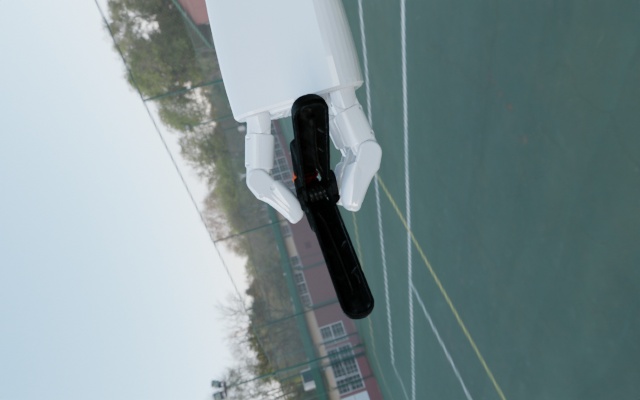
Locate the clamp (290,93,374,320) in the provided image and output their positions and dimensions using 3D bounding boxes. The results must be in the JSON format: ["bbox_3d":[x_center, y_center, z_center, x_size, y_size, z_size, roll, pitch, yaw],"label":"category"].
[{"bbox_3d":[-0.001,0.001,0.418,0.036,0.164,0.210,-14,6,-5],"label":"clamp"}]
